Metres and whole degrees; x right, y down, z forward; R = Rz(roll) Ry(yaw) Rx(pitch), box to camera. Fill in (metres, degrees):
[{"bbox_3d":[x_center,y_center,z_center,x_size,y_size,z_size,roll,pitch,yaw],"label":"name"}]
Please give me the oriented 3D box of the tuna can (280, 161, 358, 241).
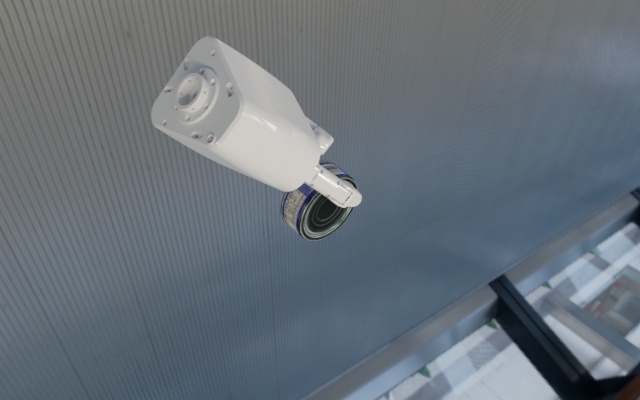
[{"bbox_3d":[0.000,0.002,0.525,0.086,0.086,0.033,0,32,-49],"label":"tuna can"}]
